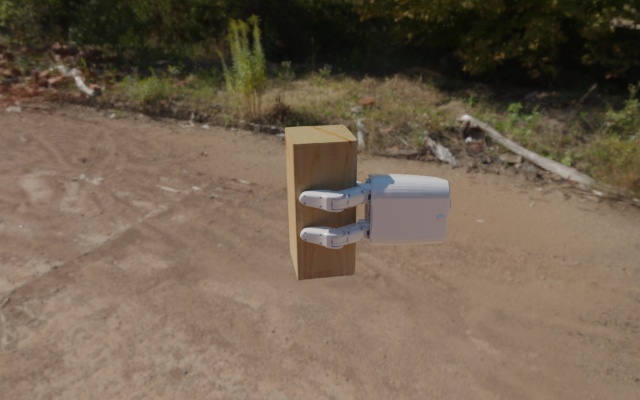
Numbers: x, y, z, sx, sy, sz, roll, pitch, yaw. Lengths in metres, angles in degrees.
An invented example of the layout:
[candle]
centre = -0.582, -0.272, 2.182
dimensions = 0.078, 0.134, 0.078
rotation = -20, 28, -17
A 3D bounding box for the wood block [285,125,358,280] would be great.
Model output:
[wood block]
centre = 0.000, 0.002, 0.700
dimensions = 0.090, 0.206, 0.090
rotation = -4, 23, -9
